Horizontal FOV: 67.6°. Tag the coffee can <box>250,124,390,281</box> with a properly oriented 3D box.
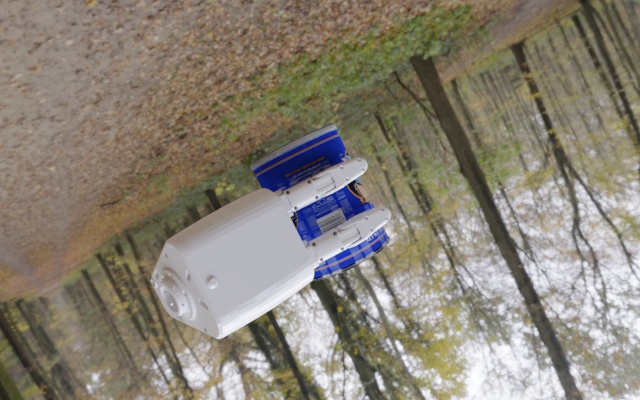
[{"bbox_3d":[0.000,0.002,0.522,0.103,0.140,0.103,-26,4,2],"label":"coffee can"}]
